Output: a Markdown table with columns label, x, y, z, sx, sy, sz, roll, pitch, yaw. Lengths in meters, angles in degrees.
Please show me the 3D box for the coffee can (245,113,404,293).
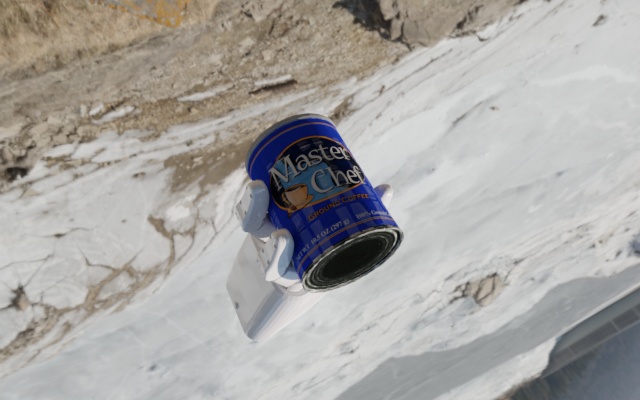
| label | x | y | z | sx | sy | sz | roll | pitch | yaw |
| --- | --- | --- | --- | --- | --- | --- | --- | --- | --- |
| coffee can | 0.000 | 0.001 | 0.459 | 0.103 | 0.140 | 0.103 | -22 | -29 | -13 |
